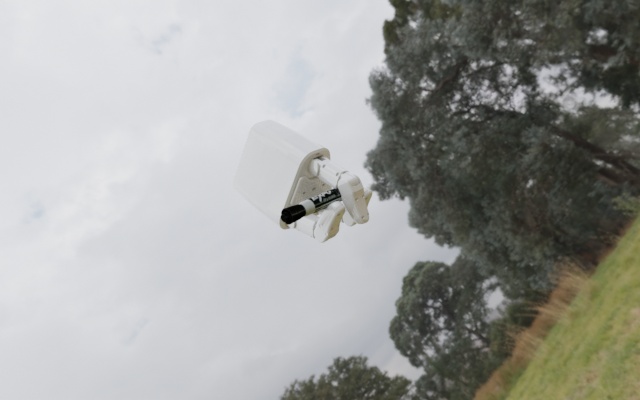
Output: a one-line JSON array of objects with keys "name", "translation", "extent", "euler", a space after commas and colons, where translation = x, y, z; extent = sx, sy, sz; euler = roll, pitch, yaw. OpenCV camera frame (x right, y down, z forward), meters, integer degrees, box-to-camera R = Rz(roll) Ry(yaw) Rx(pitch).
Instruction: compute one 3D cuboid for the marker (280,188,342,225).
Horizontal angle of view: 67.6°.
[{"name": "marker", "translation": [0.000, 0.002, 0.557], "extent": [0.020, 0.020, 0.121], "euler": [0, 17, 45]}]
